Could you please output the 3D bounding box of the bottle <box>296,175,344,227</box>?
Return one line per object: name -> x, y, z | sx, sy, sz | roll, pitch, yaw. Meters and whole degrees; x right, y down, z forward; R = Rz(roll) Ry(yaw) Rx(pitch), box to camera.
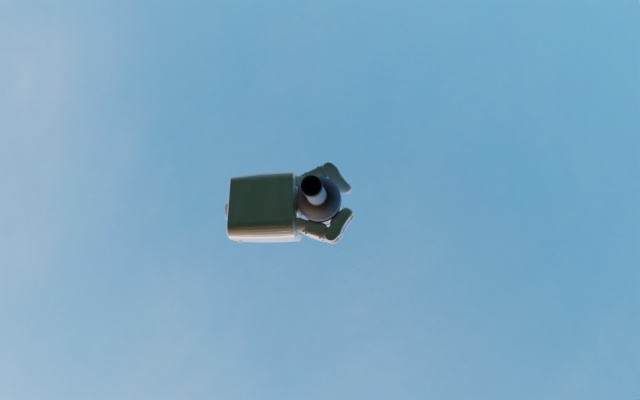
bottle -> 0.000, 0.002, 0.743 | 0.069, 0.069, 0.296 | 0, -8, 5
